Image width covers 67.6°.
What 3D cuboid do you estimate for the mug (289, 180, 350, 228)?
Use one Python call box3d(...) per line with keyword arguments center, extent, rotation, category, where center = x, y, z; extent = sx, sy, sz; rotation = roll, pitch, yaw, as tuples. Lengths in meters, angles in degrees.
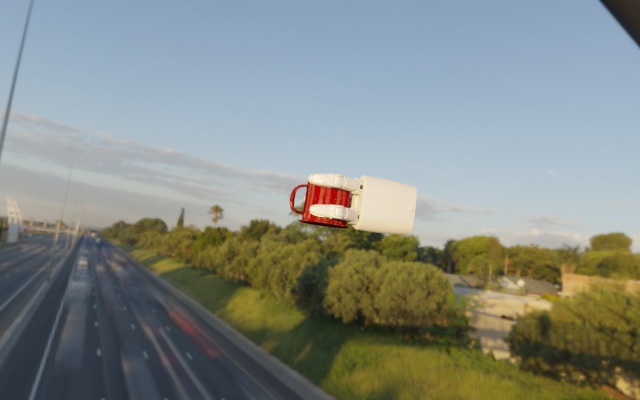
box3d(center=(-0.001, 0.002, 0.878), extent=(0.117, 0.081, 0.093), rotation=(10, -7, -15), category="mug")
